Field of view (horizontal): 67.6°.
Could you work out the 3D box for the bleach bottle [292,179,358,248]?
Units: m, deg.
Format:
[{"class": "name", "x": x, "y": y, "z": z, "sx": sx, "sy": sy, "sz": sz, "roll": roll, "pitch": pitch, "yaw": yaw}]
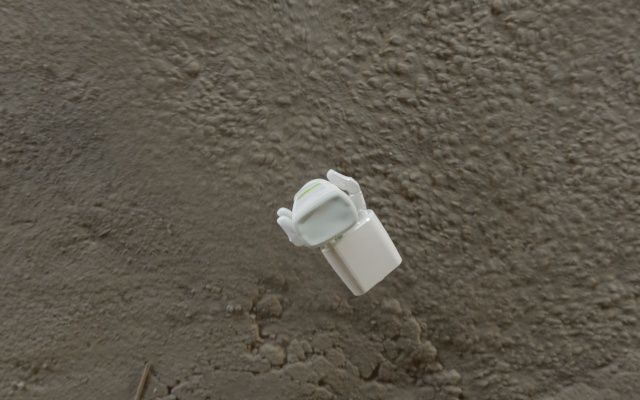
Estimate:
[{"class": "bleach bottle", "x": 0.000, "y": 0.003, "z": 0.839, "sx": 0.102, "sy": 0.068, "sz": 0.250, "roll": -32, "pitch": 13, "yaw": 5}]
